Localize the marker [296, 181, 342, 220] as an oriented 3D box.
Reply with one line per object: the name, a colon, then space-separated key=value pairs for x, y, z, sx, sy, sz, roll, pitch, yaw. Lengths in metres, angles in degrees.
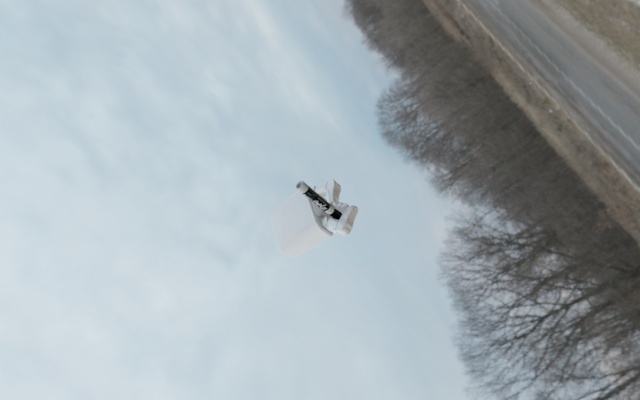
marker: x=0.000 y=0.003 z=0.892 sx=0.020 sy=0.020 sz=0.121 roll=0 pitch=-31 yaw=48
